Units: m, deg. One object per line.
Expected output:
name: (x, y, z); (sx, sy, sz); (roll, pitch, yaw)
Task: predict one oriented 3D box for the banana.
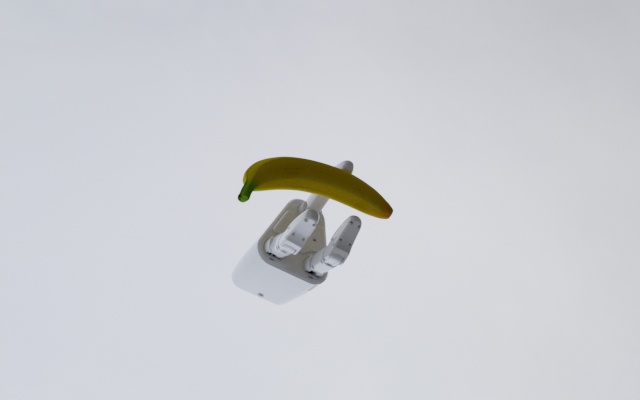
banana: (-0.006, -0.015, 0.529); (0.198, 0.069, 0.037); (6, -33, -32)
